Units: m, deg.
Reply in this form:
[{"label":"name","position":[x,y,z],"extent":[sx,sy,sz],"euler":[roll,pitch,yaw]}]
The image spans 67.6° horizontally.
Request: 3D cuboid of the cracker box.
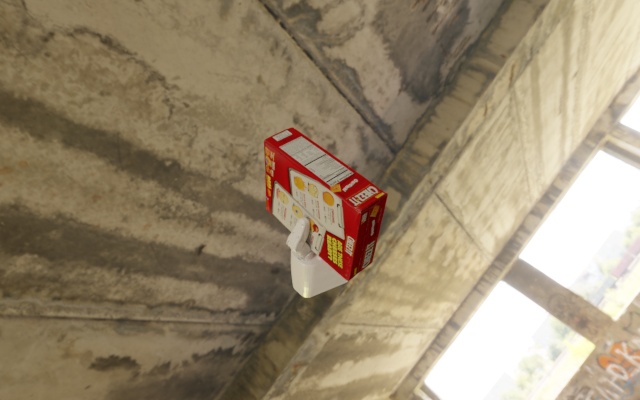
[{"label":"cracker box","position":[0.000,0.003,0.780],"extent":[0.072,0.164,0.213],"euler":[-33,56,-32]}]
